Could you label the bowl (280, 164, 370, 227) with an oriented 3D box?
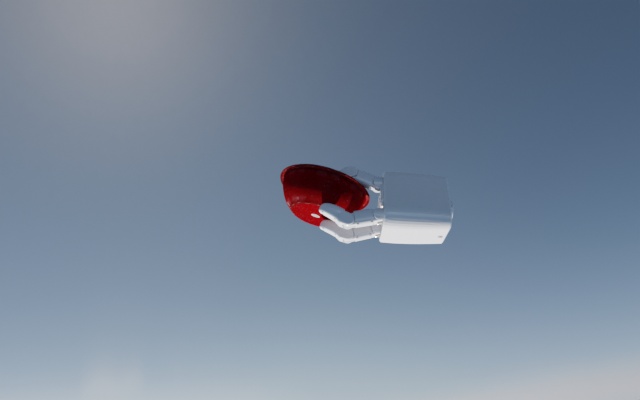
[{"bbox_3d":[-0.001,0.003,0.819,0.162,0.055,0.162,15,-24,7],"label":"bowl"}]
